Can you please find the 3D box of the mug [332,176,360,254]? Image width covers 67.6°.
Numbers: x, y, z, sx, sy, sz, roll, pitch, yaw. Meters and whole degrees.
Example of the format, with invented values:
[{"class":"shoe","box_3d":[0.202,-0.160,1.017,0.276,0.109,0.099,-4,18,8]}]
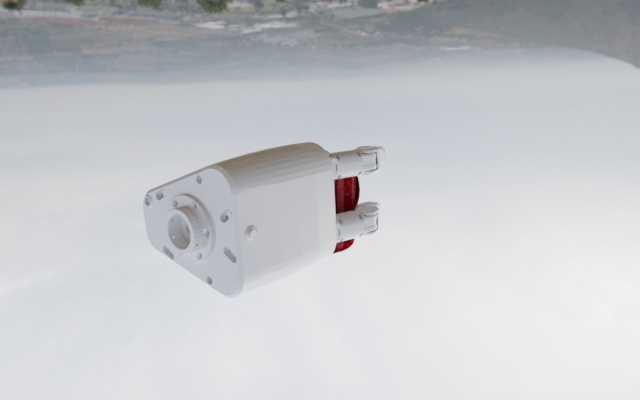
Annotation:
[{"class":"mug","box_3d":[0.001,0.001,0.474,0.093,0.081,0.117,9,16,37]}]
